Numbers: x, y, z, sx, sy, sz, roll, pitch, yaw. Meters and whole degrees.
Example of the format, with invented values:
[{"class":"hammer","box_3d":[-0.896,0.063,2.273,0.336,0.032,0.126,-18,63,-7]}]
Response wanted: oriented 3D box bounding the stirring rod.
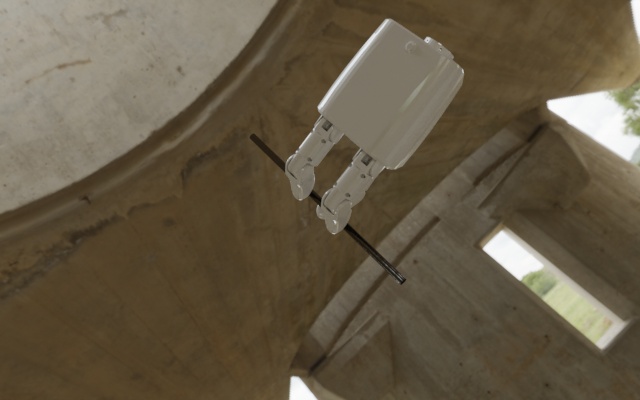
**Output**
[{"class":"stirring rod","box_3d":[0.000,0.002,0.504,0.239,0.011,0.011,44,21,24]}]
